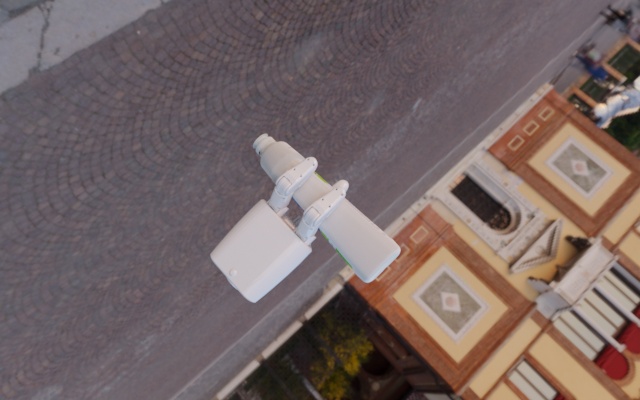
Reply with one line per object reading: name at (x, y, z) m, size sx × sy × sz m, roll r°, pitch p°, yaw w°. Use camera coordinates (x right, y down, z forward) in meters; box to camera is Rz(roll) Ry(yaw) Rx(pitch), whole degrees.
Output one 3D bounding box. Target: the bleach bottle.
bleach bottle at (0.000, 0.002, 0.667) m, size 0.250 × 0.068 × 0.102 m, roll 45°, pitch 0°, yaw 14°
